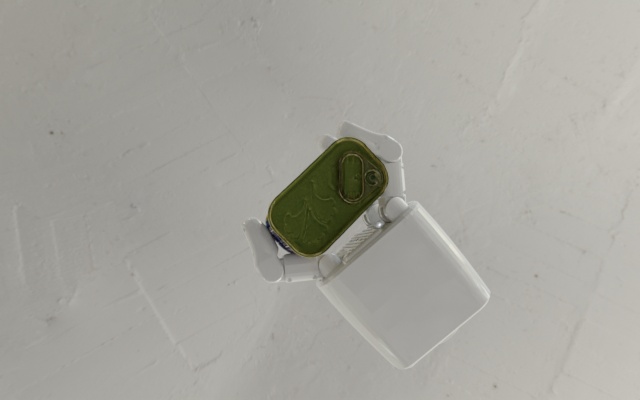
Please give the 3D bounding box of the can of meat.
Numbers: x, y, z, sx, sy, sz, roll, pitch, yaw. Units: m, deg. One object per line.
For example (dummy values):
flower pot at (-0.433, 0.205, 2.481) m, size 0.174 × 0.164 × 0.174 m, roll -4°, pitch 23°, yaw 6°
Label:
can of meat at (0.000, 0.001, 0.413) m, size 0.102 × 0.057 × 0.084 m, roll -45°, pitch 2°, yaw -13°
